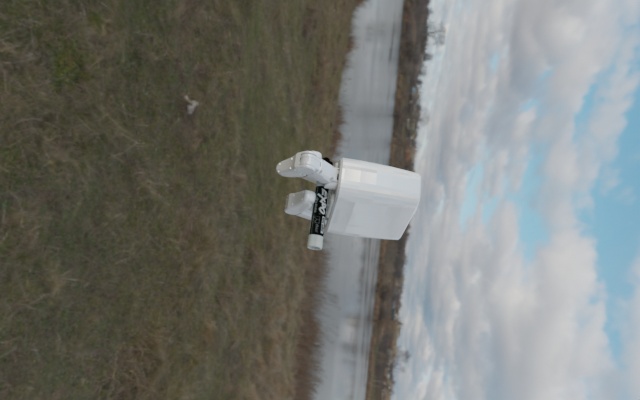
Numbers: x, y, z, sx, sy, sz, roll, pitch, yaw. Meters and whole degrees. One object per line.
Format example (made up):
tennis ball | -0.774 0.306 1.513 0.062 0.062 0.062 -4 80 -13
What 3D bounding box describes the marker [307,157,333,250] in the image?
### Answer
marker | 0.000 0.002 0.603 0.020 0.121 0.020 7 -19 2
